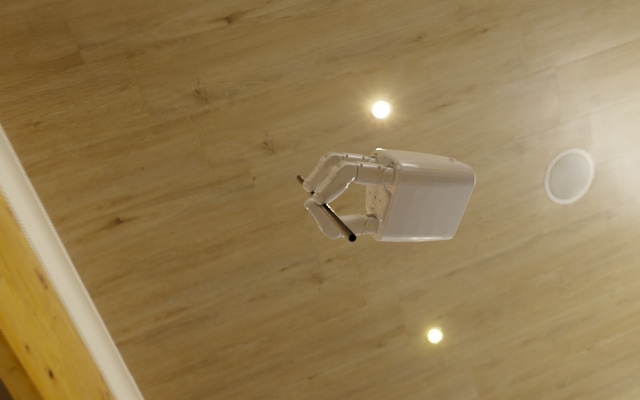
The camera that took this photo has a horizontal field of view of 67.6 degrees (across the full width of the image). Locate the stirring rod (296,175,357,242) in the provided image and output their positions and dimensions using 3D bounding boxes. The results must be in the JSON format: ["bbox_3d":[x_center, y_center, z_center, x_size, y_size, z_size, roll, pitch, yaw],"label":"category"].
[{"bbox_3d":[0.000,0.002,0.563,0.011,0.011,0.239,0,16,-15],"label":"stirring rod"}]
